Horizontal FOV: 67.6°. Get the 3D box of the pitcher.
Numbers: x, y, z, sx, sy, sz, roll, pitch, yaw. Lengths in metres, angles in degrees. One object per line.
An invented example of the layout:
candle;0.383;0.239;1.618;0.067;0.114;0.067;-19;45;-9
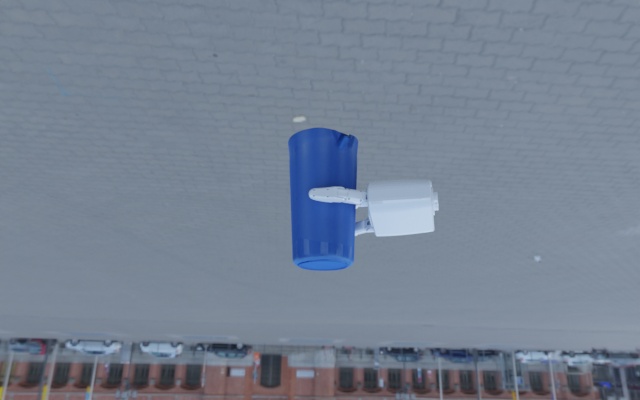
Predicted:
pitcher;0.000;0.003;0.878;0.145;0.242;0.149;-4;-19;13
